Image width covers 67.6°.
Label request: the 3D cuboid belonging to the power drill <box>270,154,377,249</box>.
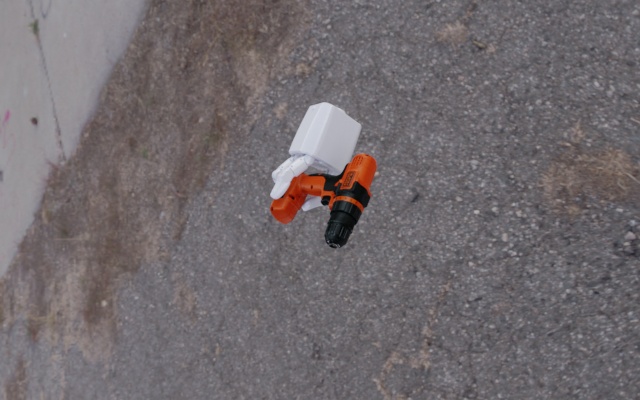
[{"bbox_3d":[0.000,0.003,0.853,0.187,0.184,0.057,-2,-38,39],"label":"power drill"}]
